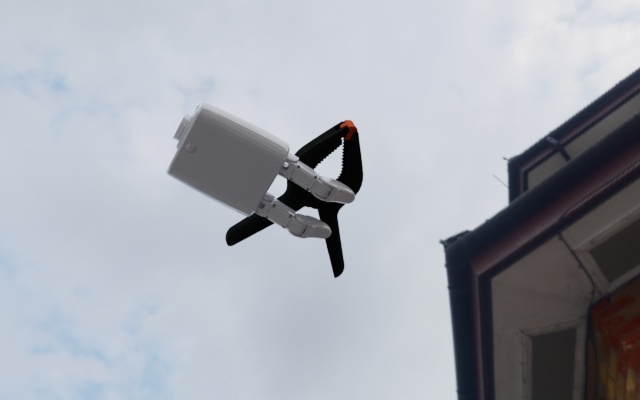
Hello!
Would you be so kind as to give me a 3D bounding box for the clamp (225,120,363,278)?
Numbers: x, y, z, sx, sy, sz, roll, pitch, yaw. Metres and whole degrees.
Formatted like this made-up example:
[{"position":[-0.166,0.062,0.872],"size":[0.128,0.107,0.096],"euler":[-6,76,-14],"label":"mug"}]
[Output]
[{"position":[0.000,0.001,0.595],"size":[0.164,0.210,0.036],"euler":[26,20,-22],"label":"clamp"}]
